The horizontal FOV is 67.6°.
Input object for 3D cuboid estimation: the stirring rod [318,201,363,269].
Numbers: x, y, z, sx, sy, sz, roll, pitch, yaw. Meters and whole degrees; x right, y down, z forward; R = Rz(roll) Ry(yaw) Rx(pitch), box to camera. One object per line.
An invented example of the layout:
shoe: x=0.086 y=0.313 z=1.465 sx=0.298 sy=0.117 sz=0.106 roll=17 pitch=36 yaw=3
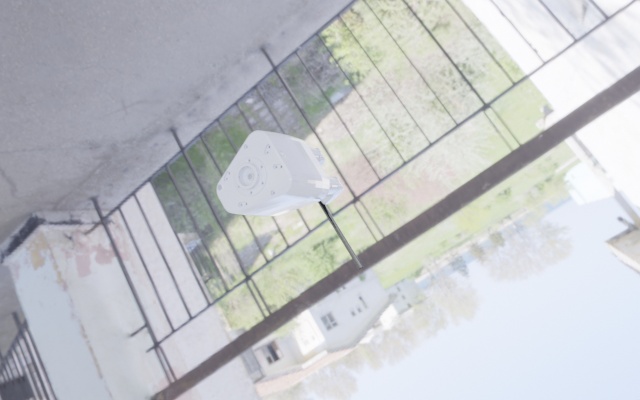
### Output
stirring rod: x=0.000 y=0.002 z=0.747 sx=0.011 sy=0.239 sz=0.011 roll=-29 pitch=-16 yaw=-9
